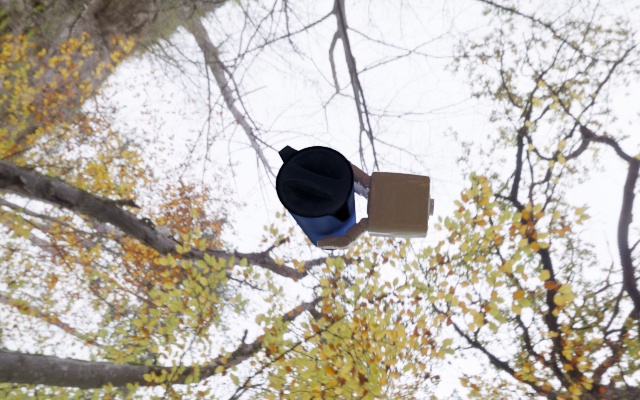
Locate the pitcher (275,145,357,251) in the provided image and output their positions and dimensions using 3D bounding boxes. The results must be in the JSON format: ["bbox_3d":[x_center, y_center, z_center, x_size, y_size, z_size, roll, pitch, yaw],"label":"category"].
[{"bbox_3d":[0.000,0.003,0.897,0.145,0.149,0.243,2,-22,9],"label":"pitcher"}]
